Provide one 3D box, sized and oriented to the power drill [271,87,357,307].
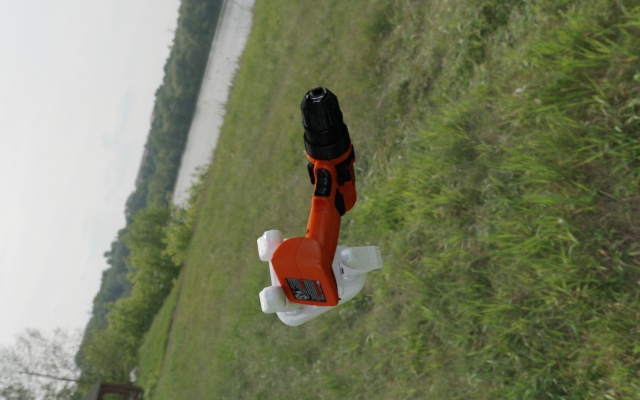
[{"bbox_3d":[0.000,0.002,0.505,0.057,0.187,0.185,3,-37,16],"label":"power drill"}]
